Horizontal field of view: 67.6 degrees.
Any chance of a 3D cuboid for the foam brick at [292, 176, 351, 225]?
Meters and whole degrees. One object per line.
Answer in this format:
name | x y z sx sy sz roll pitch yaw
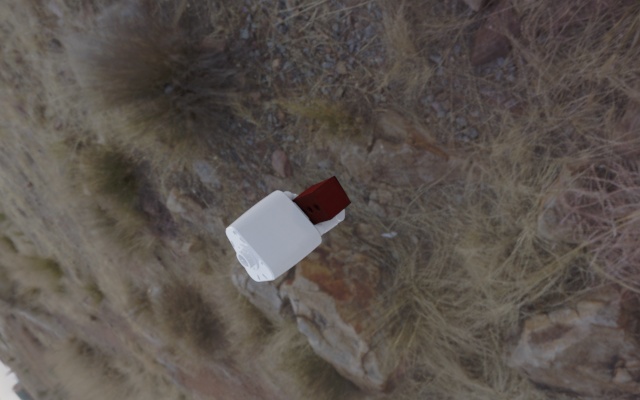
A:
foam brick | 0.000 0.002 0.763 0.051 0.053 0.078 -38 8 -30
